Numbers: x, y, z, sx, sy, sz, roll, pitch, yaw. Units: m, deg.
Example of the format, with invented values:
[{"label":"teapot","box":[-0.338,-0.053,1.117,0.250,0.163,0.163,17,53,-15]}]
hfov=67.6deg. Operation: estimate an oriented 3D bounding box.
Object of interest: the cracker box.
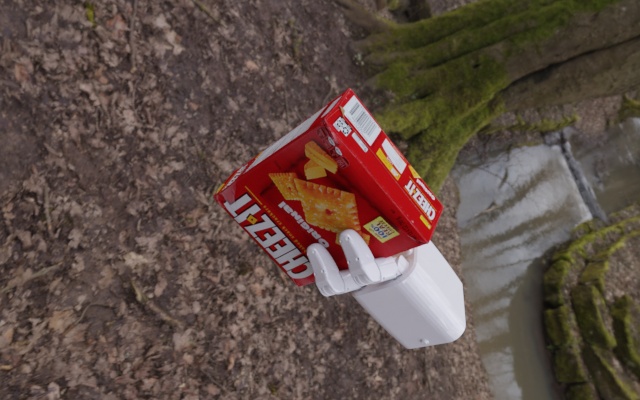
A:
[{"label":"cracker box","box":[0.000,0.002,0.540,0.214,0.164,0.072,-28,19,43]}]
